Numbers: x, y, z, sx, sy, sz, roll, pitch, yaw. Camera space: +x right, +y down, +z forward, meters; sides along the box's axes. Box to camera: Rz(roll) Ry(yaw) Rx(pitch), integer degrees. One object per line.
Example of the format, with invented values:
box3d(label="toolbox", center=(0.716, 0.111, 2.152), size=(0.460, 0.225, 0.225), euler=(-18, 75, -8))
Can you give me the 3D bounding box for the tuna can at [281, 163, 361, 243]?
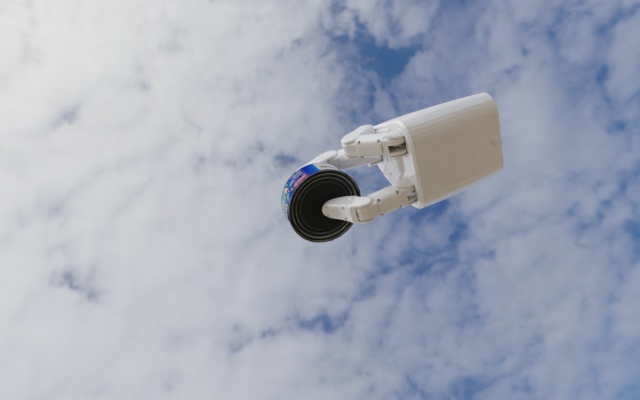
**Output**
box3d(label="tuna can", center=(0.000, 0.002, 0.534), size=(0.086, 0.086, 0.033), euler=(0, 21, -23))
